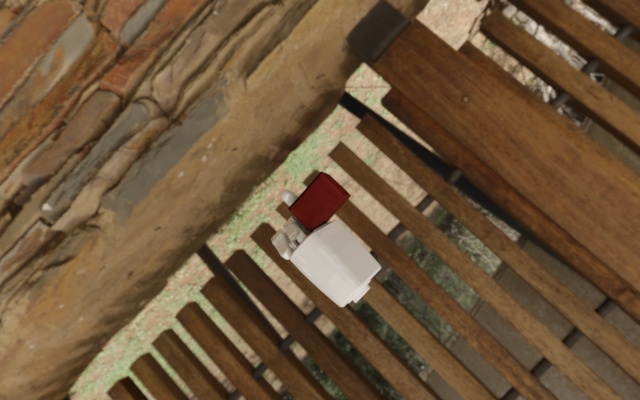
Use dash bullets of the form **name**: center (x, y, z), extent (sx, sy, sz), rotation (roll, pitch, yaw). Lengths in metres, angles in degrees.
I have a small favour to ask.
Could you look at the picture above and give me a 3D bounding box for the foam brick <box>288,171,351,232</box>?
- **foam brick**: center (0.000, 0.002, 0.731), extent (0.051, 0.078, 0.053), rotation (44, 11, 12)
